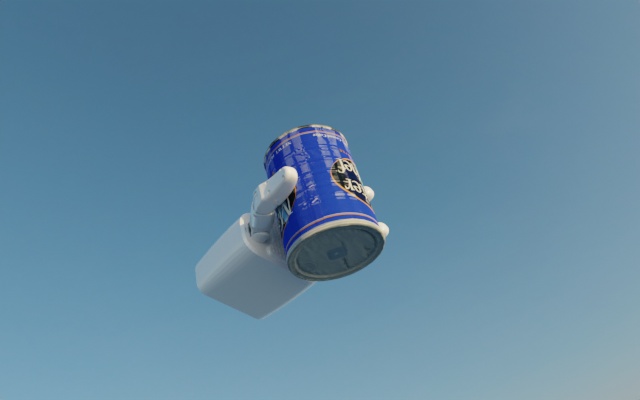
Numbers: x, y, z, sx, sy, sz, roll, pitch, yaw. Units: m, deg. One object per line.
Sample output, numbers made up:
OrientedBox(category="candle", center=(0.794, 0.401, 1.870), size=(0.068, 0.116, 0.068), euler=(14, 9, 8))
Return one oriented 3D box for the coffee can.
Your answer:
OrientedBox(category="coffee can", center=(0.000, 0.002, 0.523), size=(0.103, 0.140, 0.103), euler=(-11, -37, -8))
